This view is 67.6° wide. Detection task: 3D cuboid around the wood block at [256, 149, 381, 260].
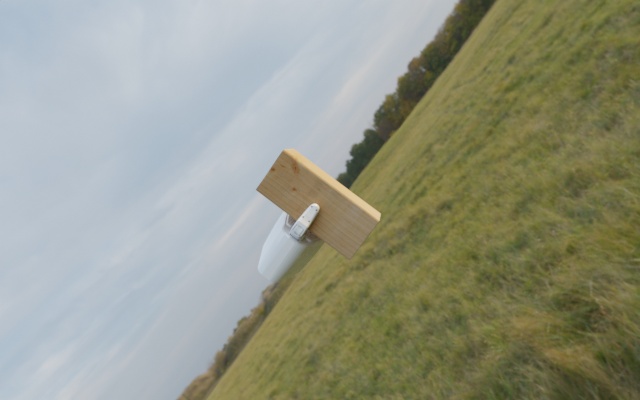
[{"bbox_3d":[0.000,0.003,0.864,0.206,0.090,0.091,37,11,2],"label":"wood block"}]
